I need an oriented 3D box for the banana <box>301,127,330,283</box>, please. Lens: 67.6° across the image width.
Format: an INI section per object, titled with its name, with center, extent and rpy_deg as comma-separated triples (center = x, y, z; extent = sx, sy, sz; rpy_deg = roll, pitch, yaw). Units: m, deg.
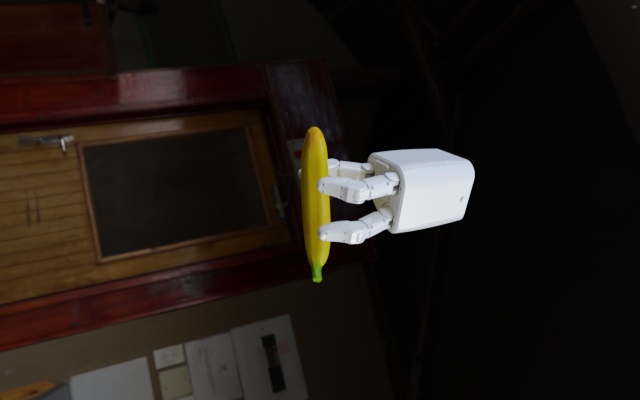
[banana]
center = -0.004, 0.002, 0.626
extent = 0.037, 0.198, 0.069
rpy_deg = -5, 11, -12
